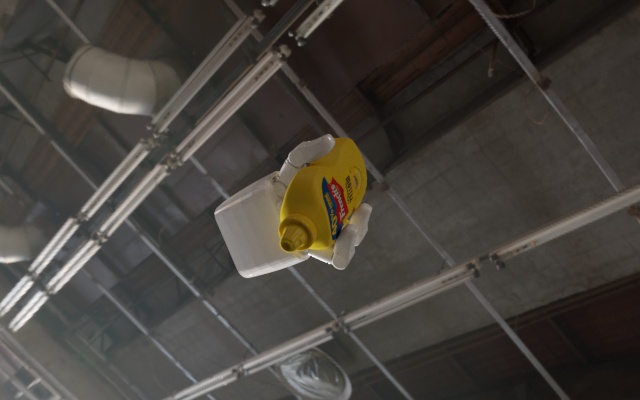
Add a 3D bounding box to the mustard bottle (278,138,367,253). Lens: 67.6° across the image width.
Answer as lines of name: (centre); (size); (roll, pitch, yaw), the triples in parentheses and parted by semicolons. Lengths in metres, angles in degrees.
mustard bottle: (0.000, 0.002, 0.564); (0.058, 0.096, 0.191); (2, 28, 24)
